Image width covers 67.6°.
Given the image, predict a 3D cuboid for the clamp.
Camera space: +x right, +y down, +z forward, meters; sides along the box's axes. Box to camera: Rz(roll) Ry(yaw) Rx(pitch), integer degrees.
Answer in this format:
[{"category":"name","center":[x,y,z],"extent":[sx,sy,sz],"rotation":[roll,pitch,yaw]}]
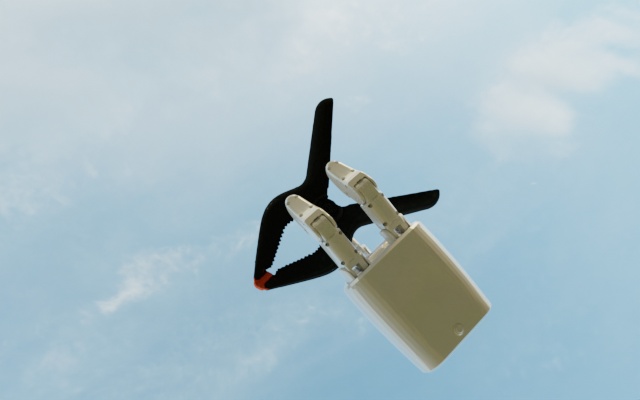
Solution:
[{"category":"clamp","center":[0.000,0.002,0.490],"extent":[0.210,0.164,0.036],"rotation":[-41,-6,-16]}]
